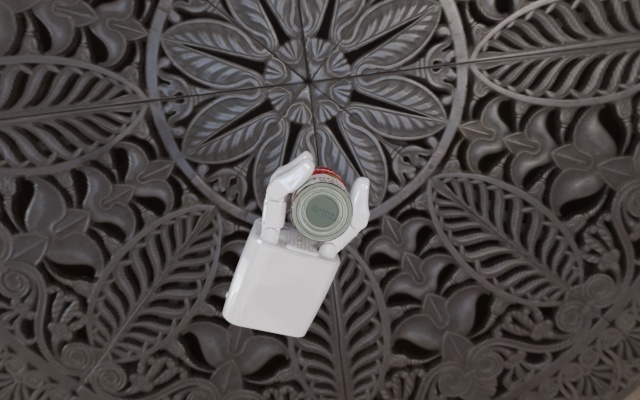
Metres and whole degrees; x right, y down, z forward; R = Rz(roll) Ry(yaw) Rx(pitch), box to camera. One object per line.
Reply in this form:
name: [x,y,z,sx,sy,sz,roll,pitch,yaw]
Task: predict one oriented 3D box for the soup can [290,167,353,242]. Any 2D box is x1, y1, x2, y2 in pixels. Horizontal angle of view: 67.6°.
soup can: [0.000,0.001,0.552,0.068,0.068,0.102,0,13,-2]
